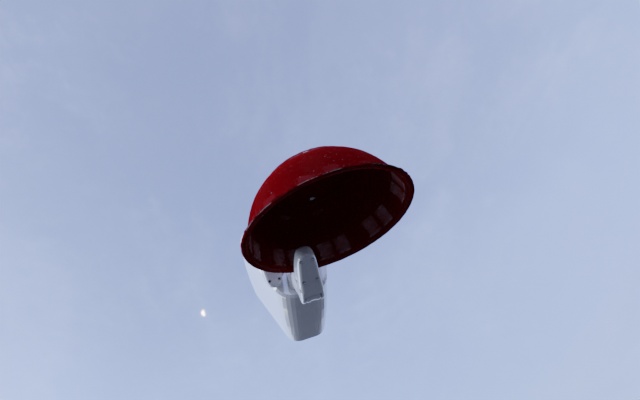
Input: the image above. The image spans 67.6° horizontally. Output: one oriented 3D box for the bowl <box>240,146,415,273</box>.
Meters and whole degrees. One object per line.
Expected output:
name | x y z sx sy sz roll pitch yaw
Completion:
bowl | 0.000 0.000 0.431 0.162 0.055 0.162 -18 -30 -11
